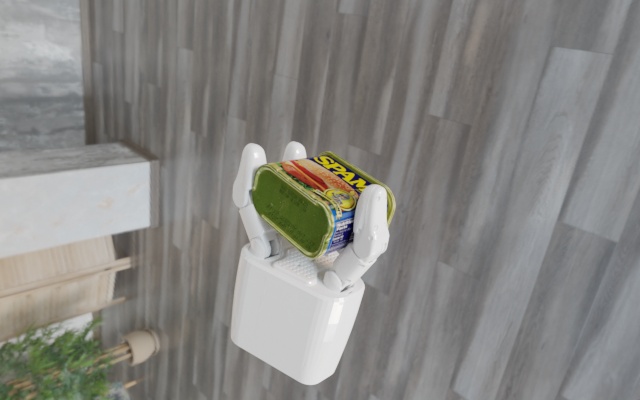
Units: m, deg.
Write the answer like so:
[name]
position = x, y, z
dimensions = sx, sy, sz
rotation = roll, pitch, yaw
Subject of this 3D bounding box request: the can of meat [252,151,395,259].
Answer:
[can of meat]
position = 0.000, 0.001, 0.427
dimensions = 0.084, 0.057, 0.102
rotation = -14, 40, -45
